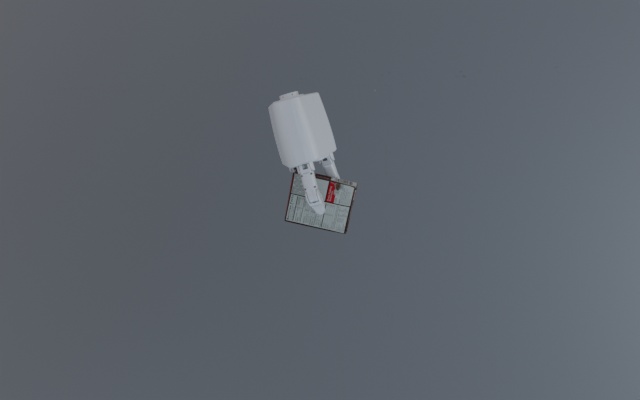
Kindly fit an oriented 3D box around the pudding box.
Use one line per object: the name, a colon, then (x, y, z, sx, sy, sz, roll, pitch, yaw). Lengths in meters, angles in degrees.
pudding box: (0.000, 0.003, 0.833, 0.113, 0.090, 0.039, 13, 13, 4)
